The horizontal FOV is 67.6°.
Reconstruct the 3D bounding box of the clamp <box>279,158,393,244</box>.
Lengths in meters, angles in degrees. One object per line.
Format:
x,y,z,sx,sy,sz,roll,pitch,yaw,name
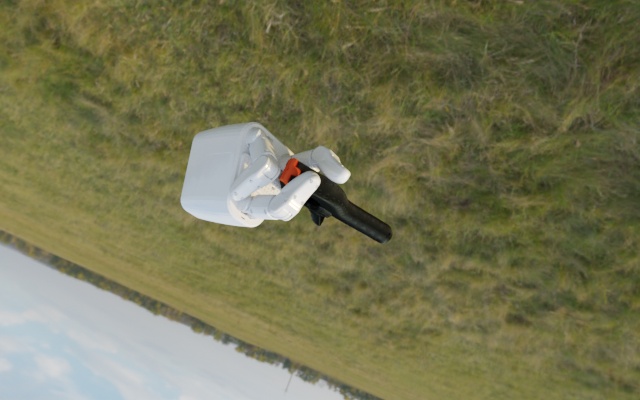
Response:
0.000,0.002,0.576,0.120,0.039,0.171,2,-28,43,clamp
